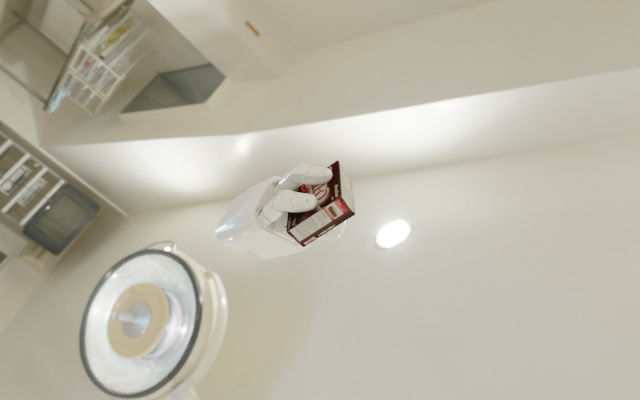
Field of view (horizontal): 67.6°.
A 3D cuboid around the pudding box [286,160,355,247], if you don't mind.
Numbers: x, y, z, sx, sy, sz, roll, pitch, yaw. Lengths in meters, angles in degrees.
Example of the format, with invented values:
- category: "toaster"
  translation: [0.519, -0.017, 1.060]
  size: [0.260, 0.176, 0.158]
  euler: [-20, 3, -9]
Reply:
- category: "pudding box"
  translation: [0.000, 0.002, 0.659]
  size: [0.090, 0.039, 0.113]
  euler: [-34, 26, 17]
